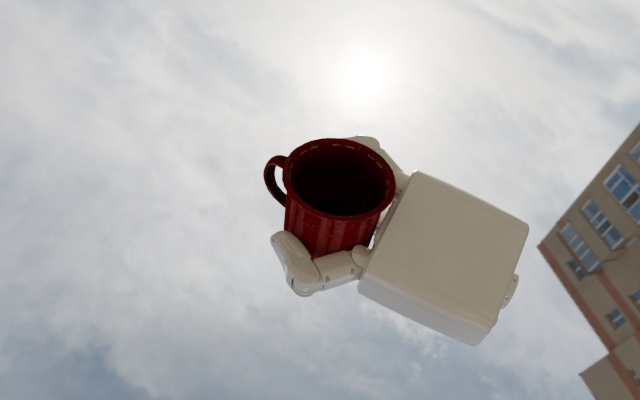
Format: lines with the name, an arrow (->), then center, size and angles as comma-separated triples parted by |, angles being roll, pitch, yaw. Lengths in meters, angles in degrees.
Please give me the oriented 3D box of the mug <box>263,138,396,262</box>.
mug -> -0.001, 0.001, 0.417 | 0.117, 0.082, 0.093 | 26, 50, 13
